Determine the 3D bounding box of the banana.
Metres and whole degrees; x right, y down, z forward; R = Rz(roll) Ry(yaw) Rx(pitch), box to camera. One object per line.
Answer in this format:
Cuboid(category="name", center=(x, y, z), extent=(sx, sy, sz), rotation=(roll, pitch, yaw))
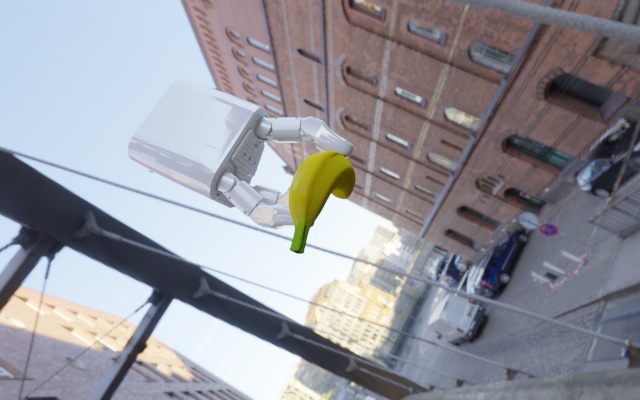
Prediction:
Cuboid(category="banana", center=(0.004, -0.015, 0.456), extent=(0.037, 0.070, 0.197), rotation=(19, 18, 11))
